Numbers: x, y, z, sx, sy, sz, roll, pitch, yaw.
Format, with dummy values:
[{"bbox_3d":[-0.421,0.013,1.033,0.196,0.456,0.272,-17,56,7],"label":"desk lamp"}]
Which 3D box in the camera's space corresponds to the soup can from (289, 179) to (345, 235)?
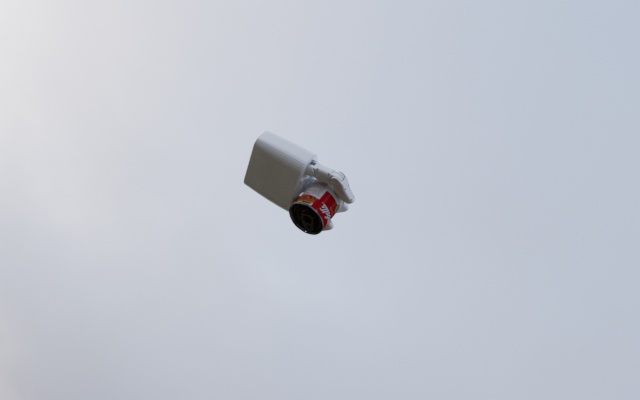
[{"bbox_3d":[0.001,0.003,0.835,0.068,0.068,0.102,0,35,38],"label":"soup can"}]
